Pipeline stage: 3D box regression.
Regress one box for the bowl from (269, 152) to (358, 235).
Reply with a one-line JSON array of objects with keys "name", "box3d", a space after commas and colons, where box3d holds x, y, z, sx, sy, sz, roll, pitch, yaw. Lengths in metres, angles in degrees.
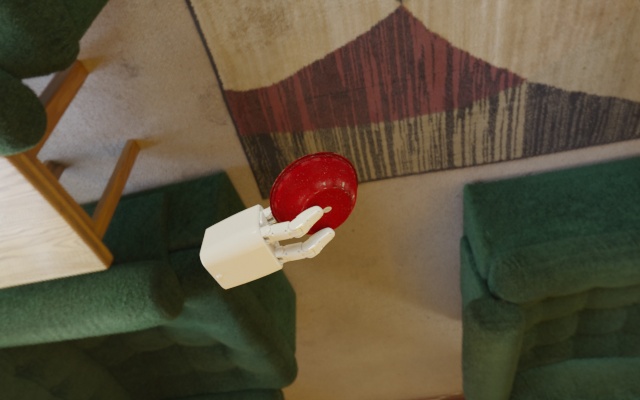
[{"name": "bowl", "box3d": [0.001, 0.002, 0.789, 0.162, 0.162, 0.055, 0, 33, -27]}]
